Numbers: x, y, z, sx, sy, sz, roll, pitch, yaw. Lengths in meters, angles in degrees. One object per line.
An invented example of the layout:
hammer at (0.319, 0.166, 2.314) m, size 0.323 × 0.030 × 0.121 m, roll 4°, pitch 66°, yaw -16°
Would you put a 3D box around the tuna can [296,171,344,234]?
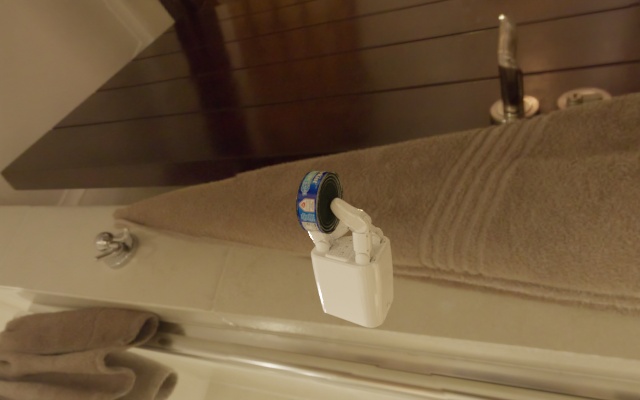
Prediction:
tuna can at (0.000, 0.002, 0.654) m, size 0.034 × 0.086 × 0.086 m, roll 5°, pitch 2°, yaw 25°
